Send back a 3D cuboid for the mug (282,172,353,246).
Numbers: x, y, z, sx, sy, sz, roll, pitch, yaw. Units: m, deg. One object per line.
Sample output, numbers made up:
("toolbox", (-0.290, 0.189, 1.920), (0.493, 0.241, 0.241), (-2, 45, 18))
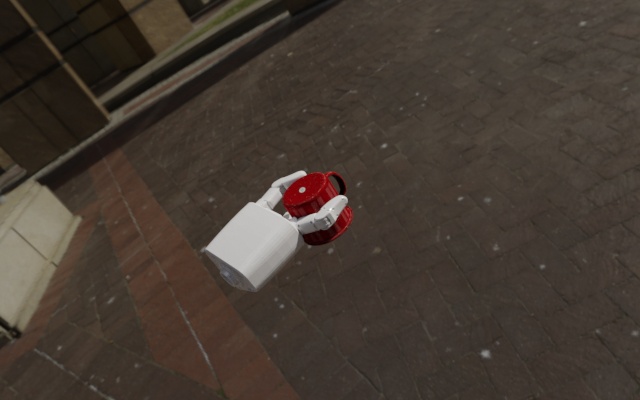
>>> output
("mug", (0.001, 0.001, 0.760), (0.093, 0.081, 0.117), (9, 50, 49))
